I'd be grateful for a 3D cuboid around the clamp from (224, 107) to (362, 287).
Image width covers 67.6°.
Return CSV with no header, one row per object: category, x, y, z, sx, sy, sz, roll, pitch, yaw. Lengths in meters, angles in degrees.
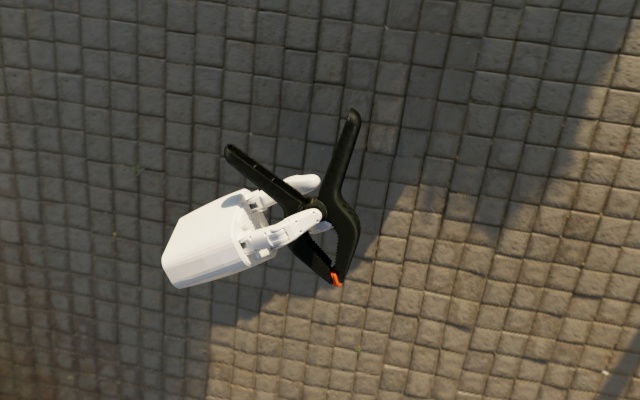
clamp,0.000,0.003,0.561,0.164,0.210,0.036,-20,15,17
